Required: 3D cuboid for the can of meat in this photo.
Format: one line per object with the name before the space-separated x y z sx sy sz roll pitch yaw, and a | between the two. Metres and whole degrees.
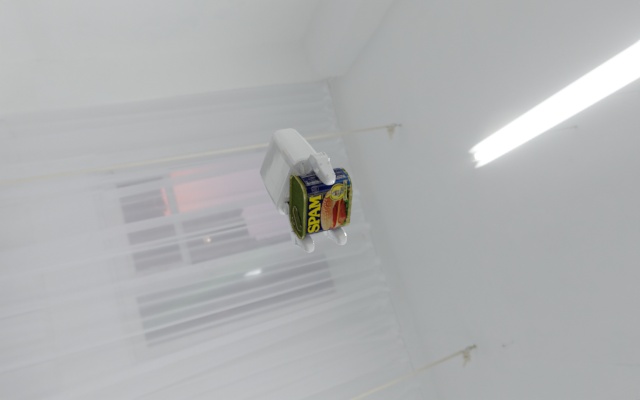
can of meat | 0.000 0.002 0.742 0.084 0.102 0.057 -13 38 -22
